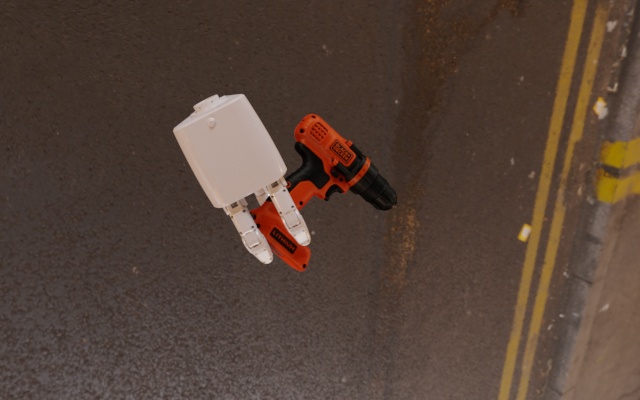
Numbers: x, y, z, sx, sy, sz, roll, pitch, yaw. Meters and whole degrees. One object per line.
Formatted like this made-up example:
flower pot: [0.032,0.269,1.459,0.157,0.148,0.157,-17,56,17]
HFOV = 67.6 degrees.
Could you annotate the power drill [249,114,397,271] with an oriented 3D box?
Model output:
power drill: [0.000,0.002,0.665,0.184,0.187,0.057,41,-15,-14]
